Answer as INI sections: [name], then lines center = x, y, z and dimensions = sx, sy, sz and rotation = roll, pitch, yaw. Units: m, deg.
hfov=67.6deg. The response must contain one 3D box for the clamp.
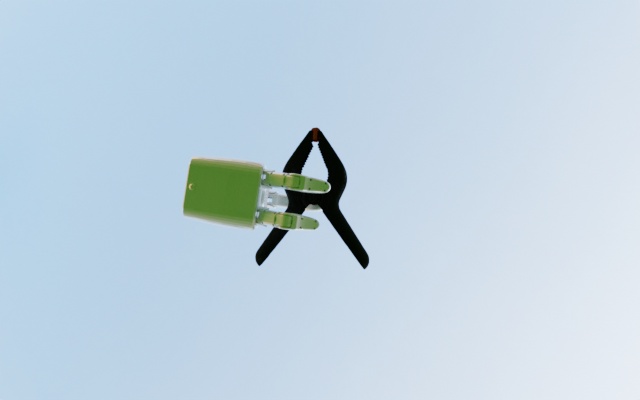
[clamp]
center = 0.000, 0.002, 0.694
dimensions = 0.164, 0.210, 0.036
rotation = 8, -1, 1
